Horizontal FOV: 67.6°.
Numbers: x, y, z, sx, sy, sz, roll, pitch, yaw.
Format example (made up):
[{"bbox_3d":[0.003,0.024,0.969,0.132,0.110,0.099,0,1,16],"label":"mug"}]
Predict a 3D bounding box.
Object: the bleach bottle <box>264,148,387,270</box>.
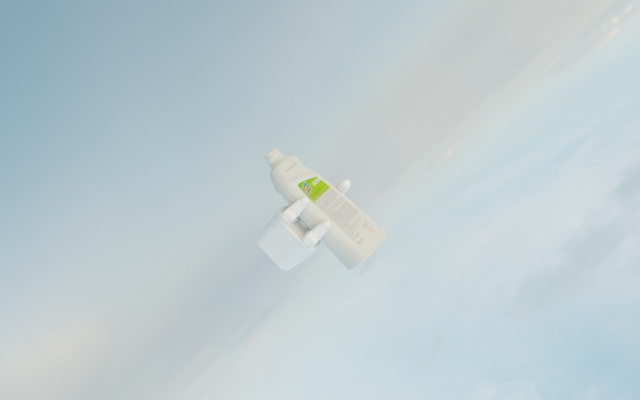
[{"bbox_3d":[0.000,0.003,0.858,0.068,0.251,0.102,-44,-1,44],"label":"bleach bottle"}]
